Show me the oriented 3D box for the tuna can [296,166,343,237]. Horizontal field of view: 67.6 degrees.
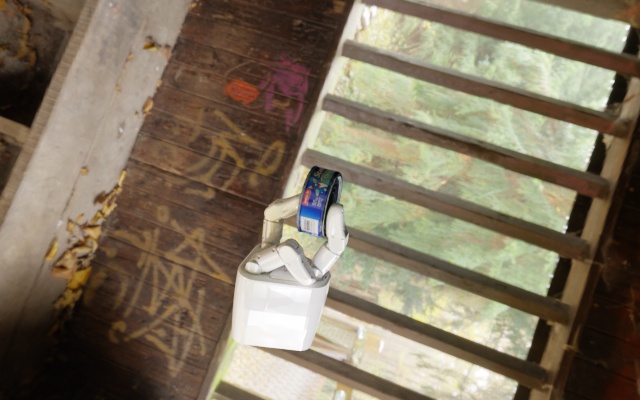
[{"bbox_3d":[0.001,0.002,0.593,0.034,0.086,0.086,14,3,12],"label":"tuna can"}]
